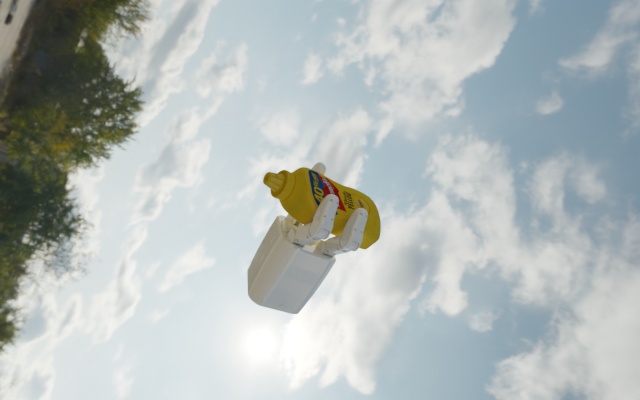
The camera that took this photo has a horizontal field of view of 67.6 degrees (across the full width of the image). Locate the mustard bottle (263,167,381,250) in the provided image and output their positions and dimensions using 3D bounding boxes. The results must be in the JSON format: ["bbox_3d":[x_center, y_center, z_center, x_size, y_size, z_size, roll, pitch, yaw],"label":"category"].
[{"bbox_3d":[0.001,0.002,0.687,0.192,0.096,0.058,24,-50,-34],"label":"mustard bottle"}]
